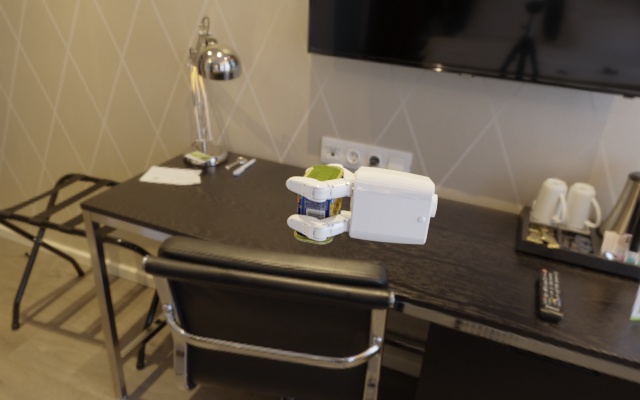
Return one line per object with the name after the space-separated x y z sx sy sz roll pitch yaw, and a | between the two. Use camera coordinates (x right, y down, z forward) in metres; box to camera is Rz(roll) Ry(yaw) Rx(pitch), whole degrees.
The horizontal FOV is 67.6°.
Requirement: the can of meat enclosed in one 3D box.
0.000 0.002 0.704 0.057 0.084 0.102 10 26 11 | can of meat
